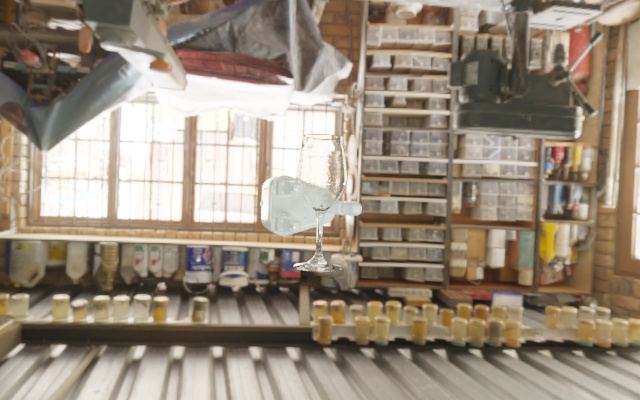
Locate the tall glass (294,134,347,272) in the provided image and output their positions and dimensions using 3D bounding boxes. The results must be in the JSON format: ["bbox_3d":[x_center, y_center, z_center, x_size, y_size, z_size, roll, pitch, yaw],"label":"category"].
[{"bbox_3d":[0.000,0.003,0.724,0.079,0.201,0.079,2,1,0],"label":"tall glass"}]
